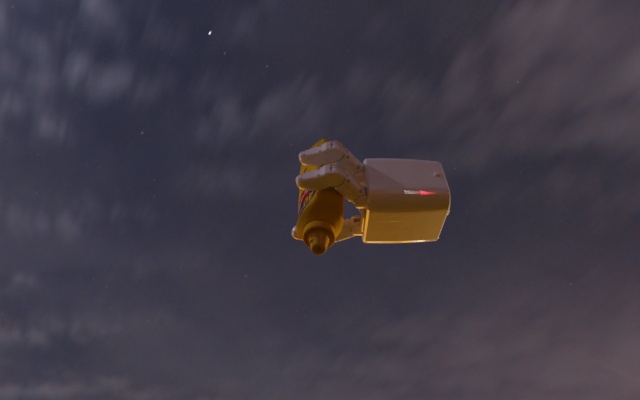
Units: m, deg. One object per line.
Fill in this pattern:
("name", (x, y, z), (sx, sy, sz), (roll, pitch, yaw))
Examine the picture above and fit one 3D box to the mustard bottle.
("mustard bottle", (0.000, 0.002, 0.652), (0.058, 0.096, 0.191), (20, 35, -14))
